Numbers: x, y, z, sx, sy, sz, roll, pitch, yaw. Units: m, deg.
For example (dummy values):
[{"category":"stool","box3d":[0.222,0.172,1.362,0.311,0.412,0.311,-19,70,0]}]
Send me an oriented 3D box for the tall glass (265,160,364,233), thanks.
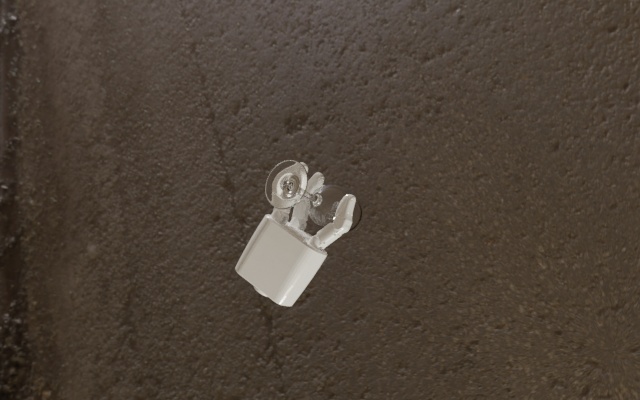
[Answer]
[{"category":"tall glass","box3d":[0.000,0.002,0.770,0.079,0.079,0.201,0,-15,32]}]
